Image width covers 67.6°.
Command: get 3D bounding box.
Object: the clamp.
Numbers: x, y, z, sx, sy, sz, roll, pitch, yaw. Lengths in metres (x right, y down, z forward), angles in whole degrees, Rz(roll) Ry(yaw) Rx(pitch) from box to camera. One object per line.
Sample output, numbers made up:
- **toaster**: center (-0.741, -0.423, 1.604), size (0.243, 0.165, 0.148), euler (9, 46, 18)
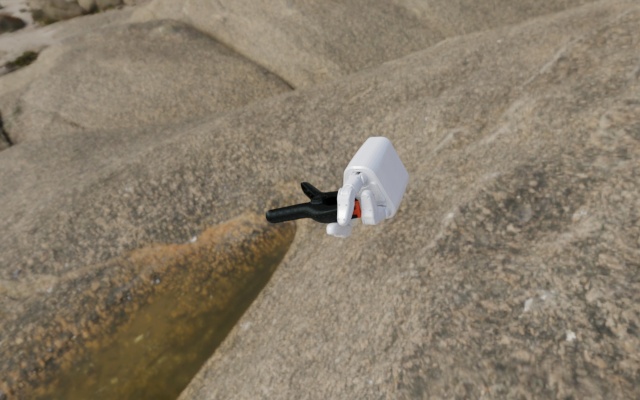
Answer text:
- **clamp**: center (0.000, 0.002, 0.832), size (0.171, 0.039, 0.120), euler (2, 39, 29)
